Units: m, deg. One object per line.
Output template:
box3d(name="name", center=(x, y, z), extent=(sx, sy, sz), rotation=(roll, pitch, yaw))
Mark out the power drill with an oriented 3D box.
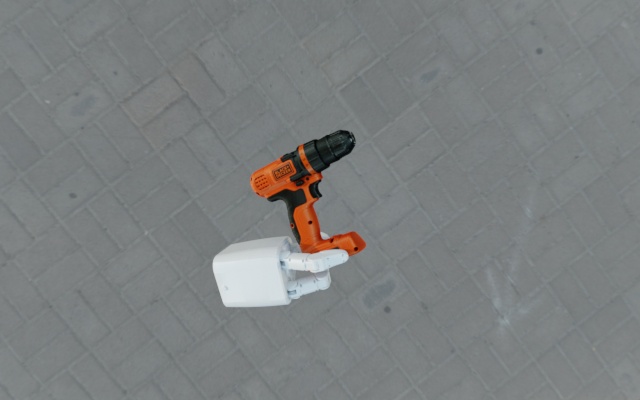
box3d(name="power drill", center=(0.000, 0.003, 0.746), extent=(0.184, 0.187, 0.057), rotation=(-25, -2, 21))
